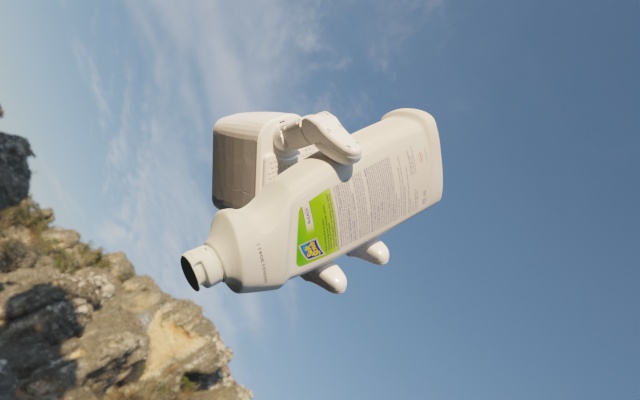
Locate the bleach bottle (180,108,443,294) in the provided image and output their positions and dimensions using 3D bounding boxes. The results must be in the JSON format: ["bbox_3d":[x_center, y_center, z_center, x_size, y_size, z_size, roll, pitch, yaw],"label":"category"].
[{"bbox_3d":[0.000,0.001,0.408,0.251,0.103,0.068,-24,23,-32],"label":"bleach bottle"}]
